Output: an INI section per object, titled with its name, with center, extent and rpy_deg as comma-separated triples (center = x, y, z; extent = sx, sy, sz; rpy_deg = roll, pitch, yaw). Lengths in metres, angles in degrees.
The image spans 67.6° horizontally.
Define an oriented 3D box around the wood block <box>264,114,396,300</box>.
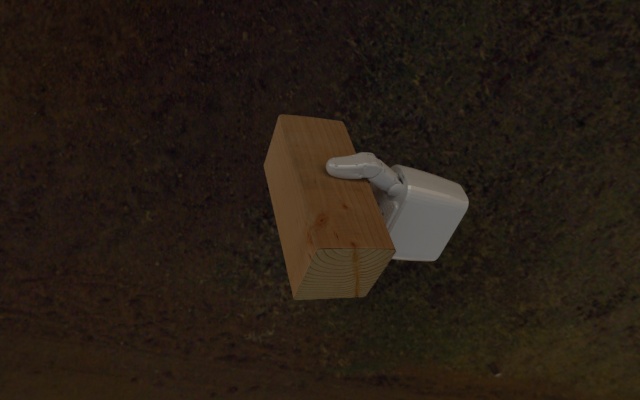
[wood block]
center = 0.001, 0.002, 0.558
extent = 0.090, 0.206, 0.091
rpy_deg = 3, -44, -23
